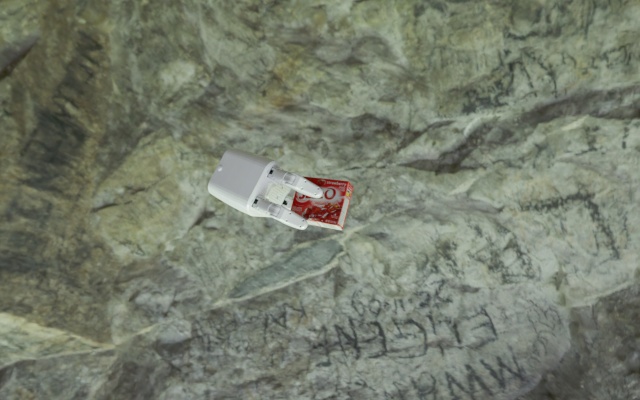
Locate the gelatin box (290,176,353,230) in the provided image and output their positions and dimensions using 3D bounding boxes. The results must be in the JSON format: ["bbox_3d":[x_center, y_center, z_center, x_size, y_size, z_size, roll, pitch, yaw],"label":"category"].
[{"bbox_3d":[0.001,0.003,0.757,0.089,0.073,0.030,9,-16,25],"label":"gelatin box"}]
